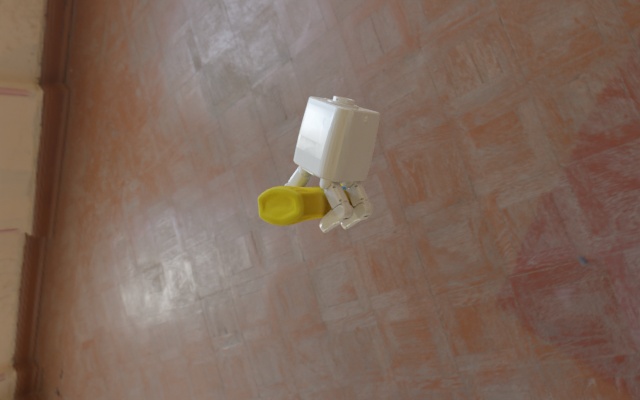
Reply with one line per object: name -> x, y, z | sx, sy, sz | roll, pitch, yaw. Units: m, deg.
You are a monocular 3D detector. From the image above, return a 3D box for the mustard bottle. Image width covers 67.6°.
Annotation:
mustard bottle -> 0.000, 0.003, 0.758 | 0.096, 0.058, 0.191 | -6, 0, 41
